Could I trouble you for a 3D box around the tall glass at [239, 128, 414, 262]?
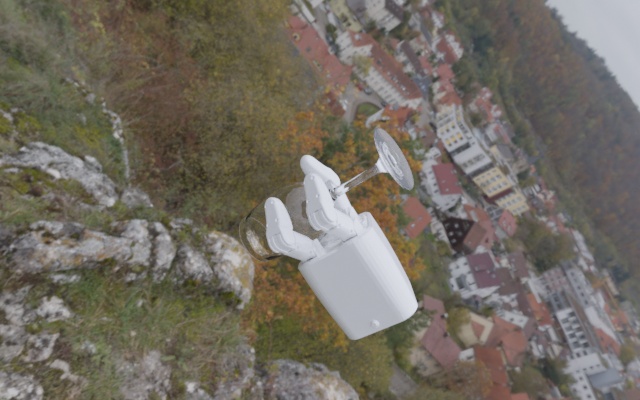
[{"bbox_3d":[0.001,0.001,0.539,0.201,0.079,0.079,-30,-14,26],"label":"tall glass"}]
